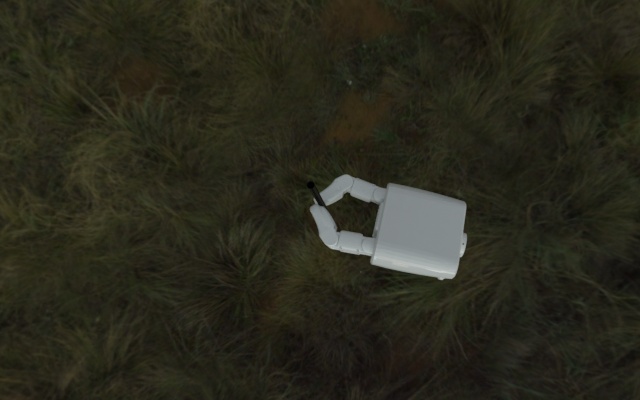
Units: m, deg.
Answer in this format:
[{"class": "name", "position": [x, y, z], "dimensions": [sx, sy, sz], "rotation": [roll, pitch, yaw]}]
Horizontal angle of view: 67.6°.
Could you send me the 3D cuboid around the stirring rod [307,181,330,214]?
[{"class": "stirring rod", "position": [0.000, 0.002, 0.605], "dimensions": [0.011, 0.011, 0.239], "rotation": [0, -8, 5]}]
